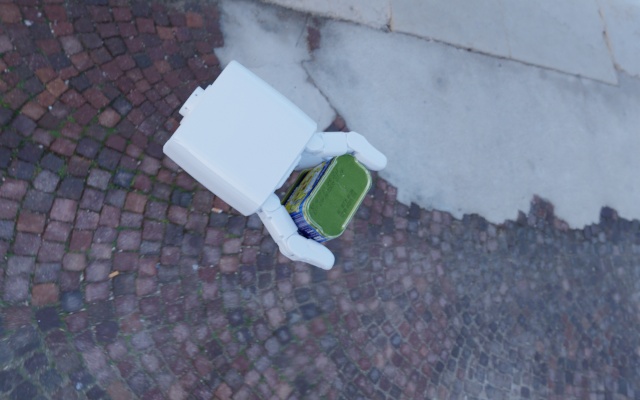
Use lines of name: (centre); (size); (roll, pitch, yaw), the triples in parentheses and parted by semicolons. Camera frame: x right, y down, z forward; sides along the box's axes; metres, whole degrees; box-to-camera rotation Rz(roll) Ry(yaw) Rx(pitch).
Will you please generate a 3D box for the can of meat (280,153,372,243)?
can of meat: (0.000, 0.002, 0.526); (0.057, 0.102, 0.084); (41, -29, -15)
